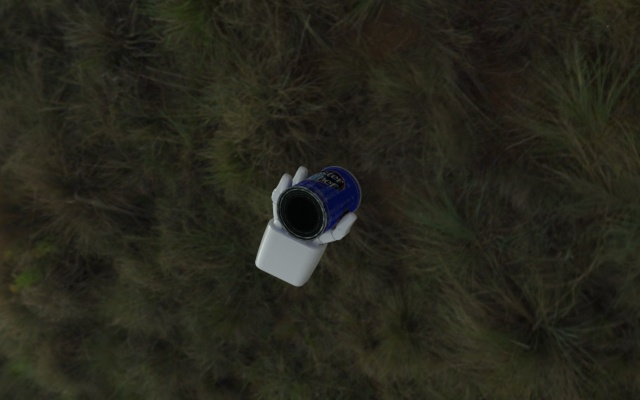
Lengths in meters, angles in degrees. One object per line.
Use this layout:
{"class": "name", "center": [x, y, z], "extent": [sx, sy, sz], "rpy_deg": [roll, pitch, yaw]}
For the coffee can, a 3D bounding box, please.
{"class": "coffee can", "center": [0.000, 0.003, 0.877], "extent": [0.103, 0.103, 0.140], "rpy_deg": [0, 17, 31]}
